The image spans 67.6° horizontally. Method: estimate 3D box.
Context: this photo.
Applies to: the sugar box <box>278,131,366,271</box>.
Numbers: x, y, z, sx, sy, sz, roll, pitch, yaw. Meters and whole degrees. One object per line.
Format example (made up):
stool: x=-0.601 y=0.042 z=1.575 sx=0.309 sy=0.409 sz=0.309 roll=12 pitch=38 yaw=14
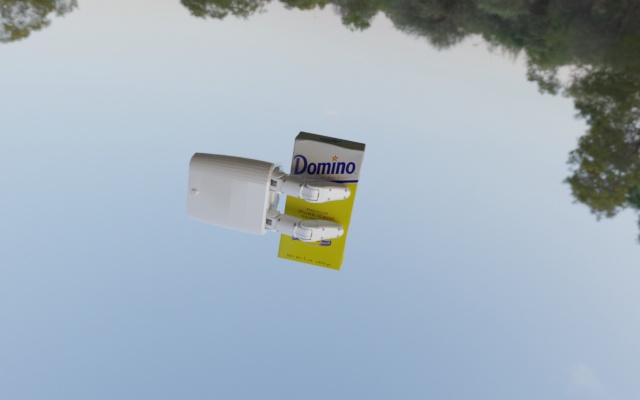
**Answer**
sugar box: x=0.000 y=0.002 z=0.648 sx=0.093 sy=0.176 sz=0.048 roll=11 pitch=24 yaw=4
